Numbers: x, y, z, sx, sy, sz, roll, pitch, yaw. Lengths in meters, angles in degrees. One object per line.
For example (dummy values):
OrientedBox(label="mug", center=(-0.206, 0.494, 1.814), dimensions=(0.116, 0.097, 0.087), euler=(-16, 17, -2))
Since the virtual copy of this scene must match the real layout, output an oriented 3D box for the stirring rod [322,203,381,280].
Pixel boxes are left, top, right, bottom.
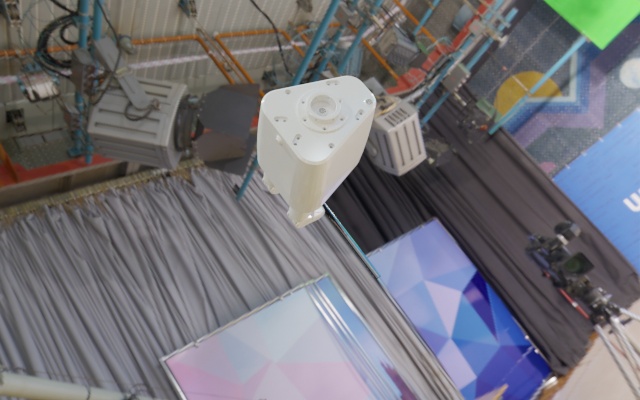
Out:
OrientedBox(label="stirring rod", center=(0.000, 0.002, 0.612), dimensions=(0.011, 0.239, 0.011), euler=(-34, -16, -12))
